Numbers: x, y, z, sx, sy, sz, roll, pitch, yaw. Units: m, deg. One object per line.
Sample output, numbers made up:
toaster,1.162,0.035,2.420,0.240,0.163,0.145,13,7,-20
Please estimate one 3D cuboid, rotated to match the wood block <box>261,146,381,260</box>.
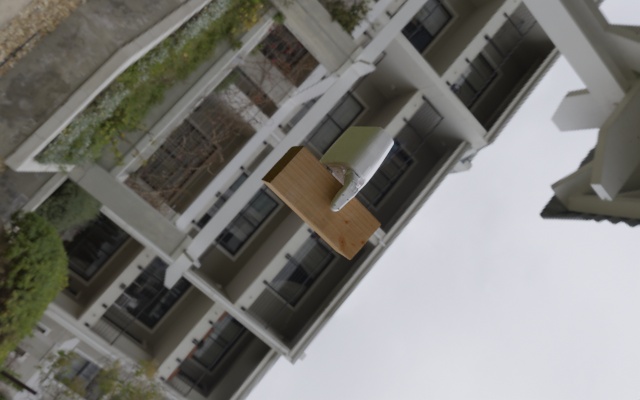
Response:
wood block,0.001,0.003,0.882,0.206,0.090,0.091,44,-8,-16
